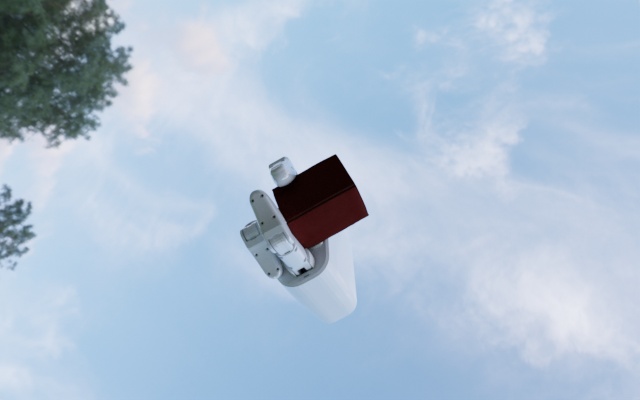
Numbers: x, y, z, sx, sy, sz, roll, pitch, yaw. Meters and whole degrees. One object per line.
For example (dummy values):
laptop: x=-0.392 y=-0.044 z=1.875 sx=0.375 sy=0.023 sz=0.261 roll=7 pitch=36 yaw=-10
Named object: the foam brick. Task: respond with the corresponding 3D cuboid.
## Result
foam brick: x=0.000 y=0.001 z=0.480 sx=0.078 sy=0.053 sz=0.051 roll=-29 pitch=-44 yaw=4
